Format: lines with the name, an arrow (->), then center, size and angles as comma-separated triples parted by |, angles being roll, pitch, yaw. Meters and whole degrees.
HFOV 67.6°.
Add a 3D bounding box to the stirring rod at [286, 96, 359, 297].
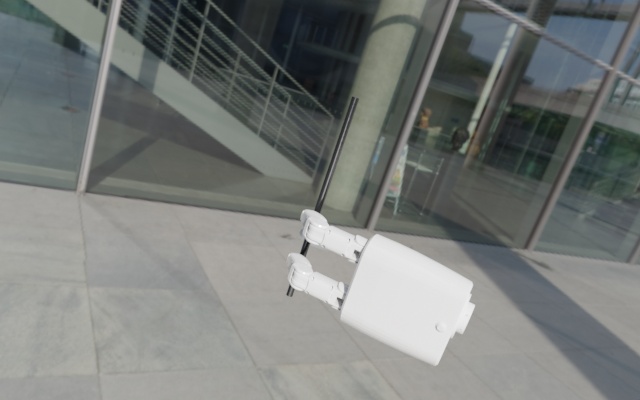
stirring rod -> 0.000, 0.002, 0.534 | 0.011, 0.239, 0.011 | 17, 15, -5
